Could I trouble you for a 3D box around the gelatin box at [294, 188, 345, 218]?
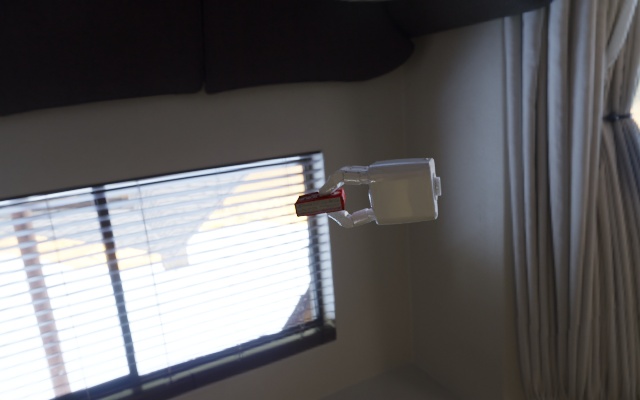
[{"bbox_3d":[0.000,0.003,0.876,0.089,0.030,0.073,-10,12,6],"label":"gelatin box"}]
